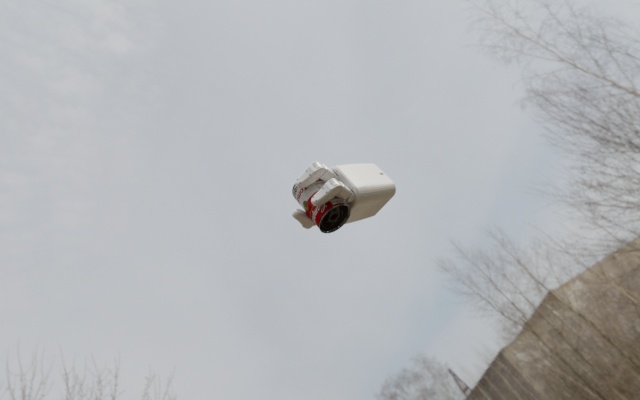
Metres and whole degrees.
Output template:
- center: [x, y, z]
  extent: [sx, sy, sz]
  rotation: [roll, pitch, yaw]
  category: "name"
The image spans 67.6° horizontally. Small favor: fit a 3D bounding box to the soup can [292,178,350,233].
- center: [0.000, 0.003, 0.893]
  extent: [0.068, 0.068, 0.102]
  rotation: [0, 38, -43]
  category: "soup can"
